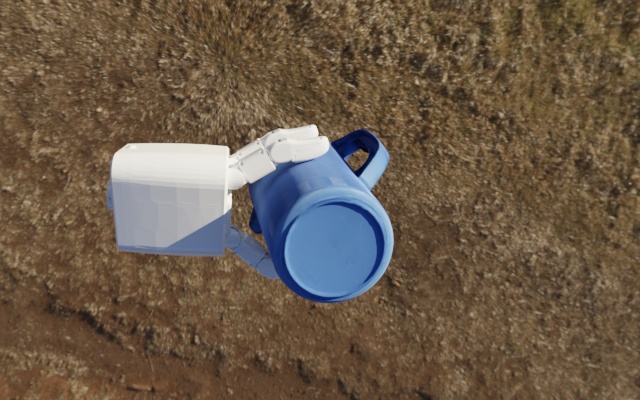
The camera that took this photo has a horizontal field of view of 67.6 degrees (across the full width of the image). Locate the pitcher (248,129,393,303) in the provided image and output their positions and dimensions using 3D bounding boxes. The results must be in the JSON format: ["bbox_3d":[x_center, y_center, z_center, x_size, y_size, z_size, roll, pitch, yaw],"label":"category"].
[{"bbox_3d":[0.000,0.002,0.514,0.145,0.149,0.242,4,15,-11],"label":"pitcher"}]
